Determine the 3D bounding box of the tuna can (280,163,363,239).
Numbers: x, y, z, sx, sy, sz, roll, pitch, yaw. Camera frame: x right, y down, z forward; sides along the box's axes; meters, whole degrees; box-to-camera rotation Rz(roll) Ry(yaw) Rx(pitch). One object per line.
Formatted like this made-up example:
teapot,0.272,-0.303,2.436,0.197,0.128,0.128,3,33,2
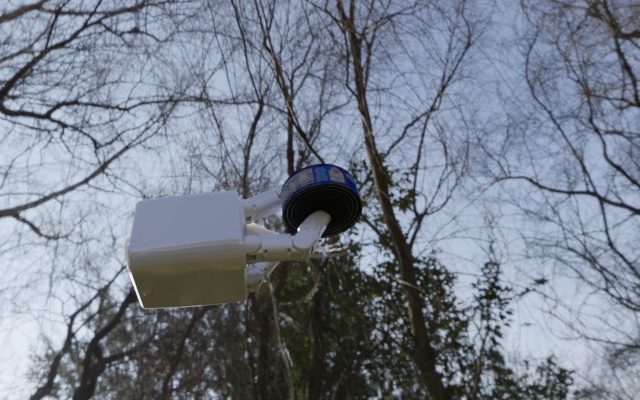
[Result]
tuna can,0.000,0.001,0.513,0.086,0.033,0.086,-6,-43,-6
